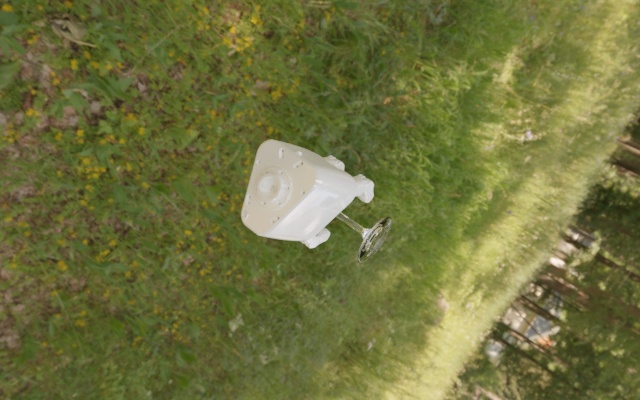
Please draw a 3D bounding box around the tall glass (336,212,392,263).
[{"bbox_3d":[0.001,0.003,0.688,0.201,0.079,0.079,35,16,25],"label":"tall glass"}]
